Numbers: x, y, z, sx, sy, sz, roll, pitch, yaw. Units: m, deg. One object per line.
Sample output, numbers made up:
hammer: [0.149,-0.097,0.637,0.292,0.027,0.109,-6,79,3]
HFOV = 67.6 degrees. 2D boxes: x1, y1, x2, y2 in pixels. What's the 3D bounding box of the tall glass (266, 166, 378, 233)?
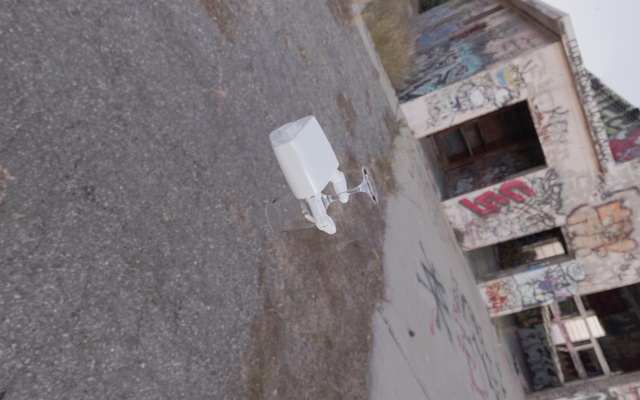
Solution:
tall glass: [0.001,0.003,0.887,0.201,0.079,0.079,-19,-6,16]
